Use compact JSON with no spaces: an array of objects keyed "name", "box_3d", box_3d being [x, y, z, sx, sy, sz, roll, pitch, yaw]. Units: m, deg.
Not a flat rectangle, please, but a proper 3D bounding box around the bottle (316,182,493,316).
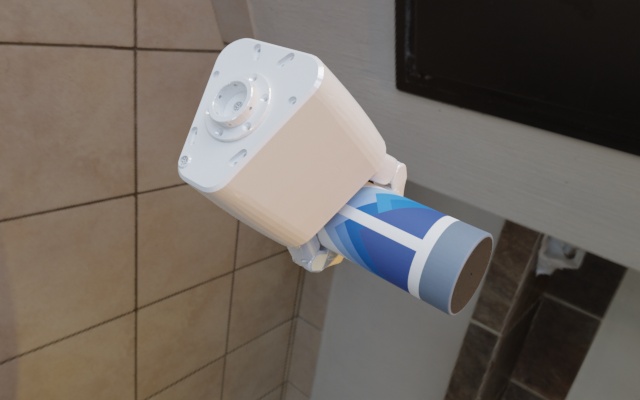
[{"name":"bottle","box_3d":[0.000,0.002,0.428,0.295,0.069,0.069,26,15,34]}]
